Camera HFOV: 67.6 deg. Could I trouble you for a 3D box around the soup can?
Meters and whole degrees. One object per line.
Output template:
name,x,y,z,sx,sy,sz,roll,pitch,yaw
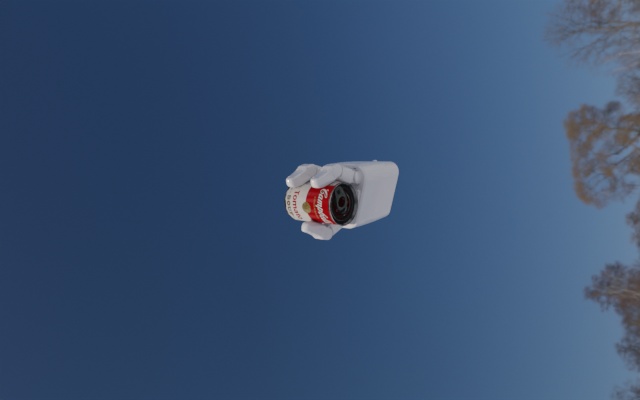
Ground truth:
soup can,0.000,0.003,0.770,0.102,0.068,0.068,5,3,43
